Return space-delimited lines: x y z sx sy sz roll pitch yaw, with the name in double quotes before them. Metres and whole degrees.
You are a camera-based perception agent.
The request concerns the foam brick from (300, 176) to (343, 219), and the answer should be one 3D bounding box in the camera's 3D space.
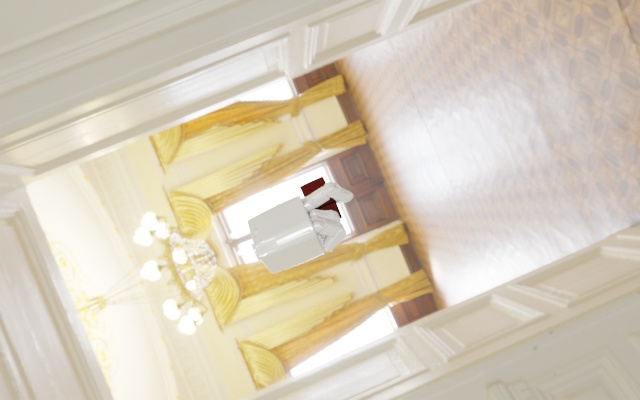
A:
"foam brick" 0.000 0.003 0.898 0.051 0.053 0.078 -25 44 -1
